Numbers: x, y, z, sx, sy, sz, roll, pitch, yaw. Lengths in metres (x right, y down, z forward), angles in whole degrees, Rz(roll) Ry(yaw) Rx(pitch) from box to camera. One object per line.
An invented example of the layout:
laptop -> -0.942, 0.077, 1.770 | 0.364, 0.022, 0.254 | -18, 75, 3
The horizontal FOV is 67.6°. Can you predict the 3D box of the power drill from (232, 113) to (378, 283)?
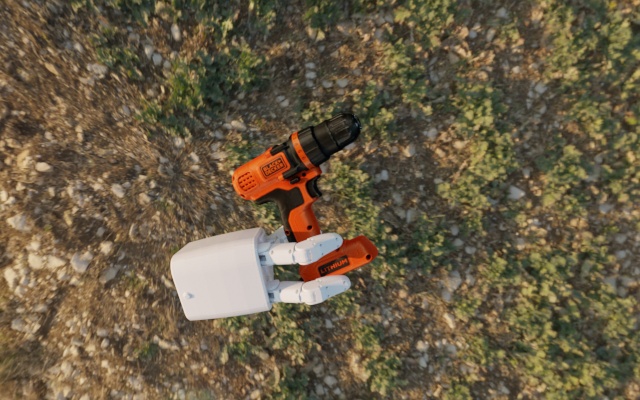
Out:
power drill -> 0.000, 0.003, 0.615 | 0.184, 0.187, 0.057 | -27, 1, 17
